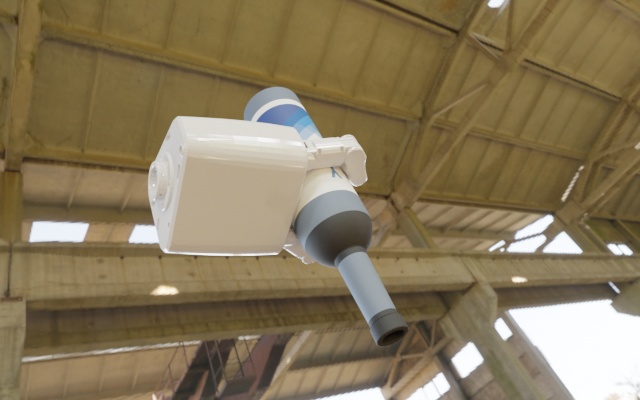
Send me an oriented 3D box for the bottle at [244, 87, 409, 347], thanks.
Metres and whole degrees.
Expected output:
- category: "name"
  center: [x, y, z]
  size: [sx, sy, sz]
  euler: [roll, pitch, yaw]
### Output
- category: "bottle"
  center: [0.000, 0.001, 0.452]
  size: [0.069, 0.069, 0.295]
  euler: [0, 44, -31]
